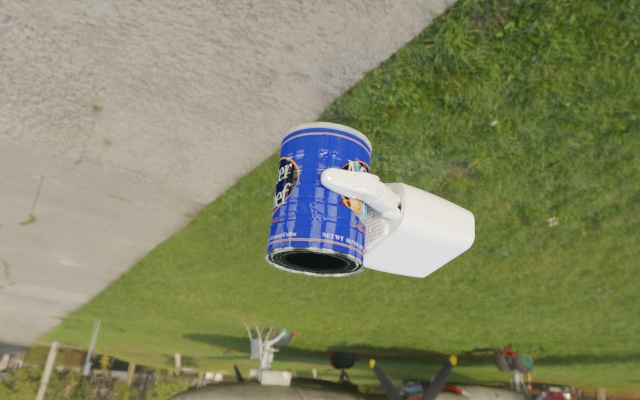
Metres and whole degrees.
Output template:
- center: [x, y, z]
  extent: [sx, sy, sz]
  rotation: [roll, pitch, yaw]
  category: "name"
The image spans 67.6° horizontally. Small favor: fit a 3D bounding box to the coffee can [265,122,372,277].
- center: [0.000, 0.001, 0.516]
  extent: [0.103, 0.140, 0.103]
  rotation: [5, -22, 2]
  category: "coffee can"
